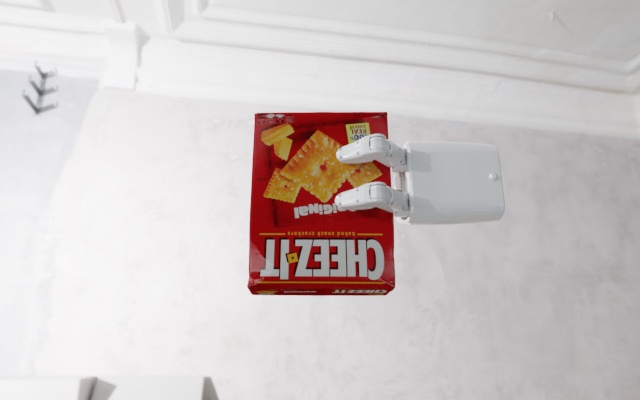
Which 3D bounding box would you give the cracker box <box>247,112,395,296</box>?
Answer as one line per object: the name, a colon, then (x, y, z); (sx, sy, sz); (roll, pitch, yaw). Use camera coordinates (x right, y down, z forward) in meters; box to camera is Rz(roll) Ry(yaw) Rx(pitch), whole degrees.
cracker box: (0.000, 0.002, 0.567); (0.164, 0.213, 0.072); (0, -18, -1)
